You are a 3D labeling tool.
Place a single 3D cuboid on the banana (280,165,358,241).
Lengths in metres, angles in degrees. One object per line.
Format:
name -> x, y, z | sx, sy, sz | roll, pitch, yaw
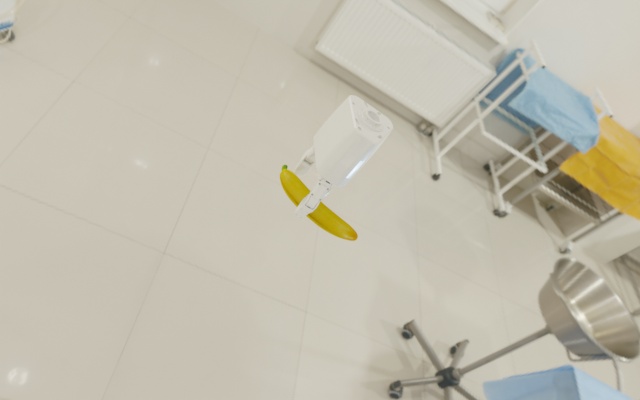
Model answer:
banana -> -0.011, 0.006, 0.864 | 0.037, 0.198, 0.069 | -49, -9, 33
